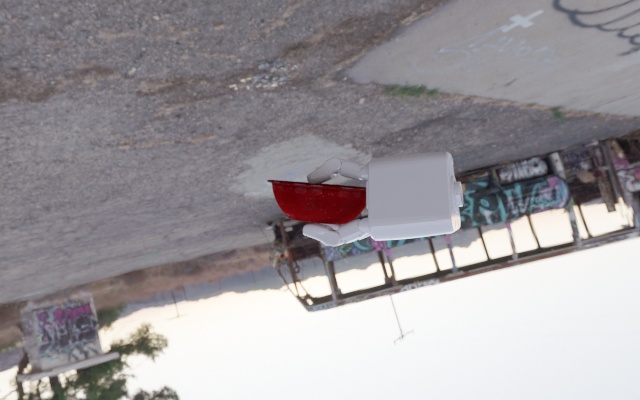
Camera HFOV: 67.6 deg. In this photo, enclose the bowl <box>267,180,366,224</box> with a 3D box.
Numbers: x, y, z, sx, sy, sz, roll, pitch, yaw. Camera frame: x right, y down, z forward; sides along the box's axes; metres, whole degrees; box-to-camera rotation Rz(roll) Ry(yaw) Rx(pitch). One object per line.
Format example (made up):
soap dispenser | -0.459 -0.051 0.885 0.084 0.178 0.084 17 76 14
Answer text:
bowl | -0.001 0.003 0.705 0.162 0.055 0.162 5 3 0
